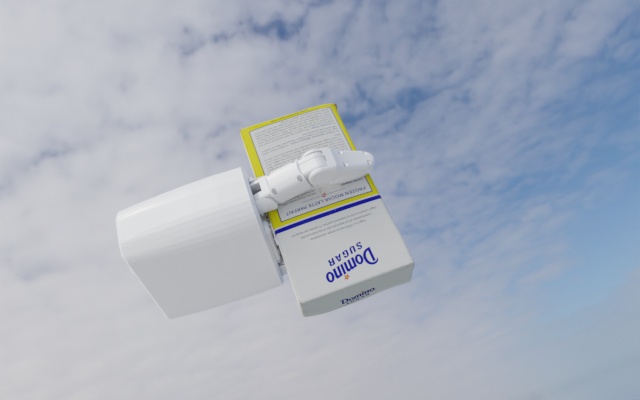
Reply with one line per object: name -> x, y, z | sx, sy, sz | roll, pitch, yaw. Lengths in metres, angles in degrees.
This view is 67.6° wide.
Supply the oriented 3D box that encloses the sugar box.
sugar box -> 0.000, 0.002, 0.406 | 0.093, 0.176, 0.048 | -18, -29, -6
